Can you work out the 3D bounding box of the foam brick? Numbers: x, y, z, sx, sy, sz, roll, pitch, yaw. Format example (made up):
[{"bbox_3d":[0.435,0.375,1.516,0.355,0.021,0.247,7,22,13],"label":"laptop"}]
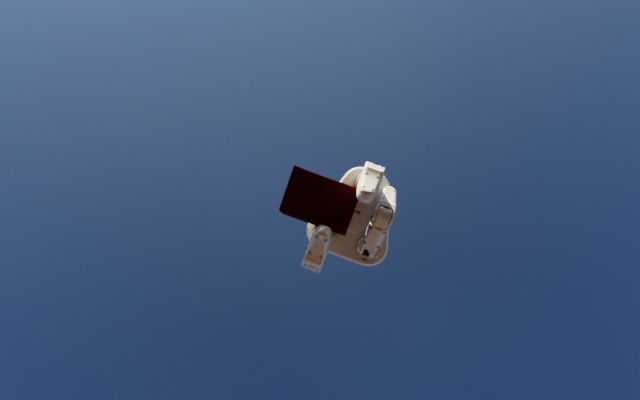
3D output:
[{"bbox_3d":[0.000,0.002,0.524,0.078,0.053,0.051,20,-5,3],"label":"foam brick"}]
